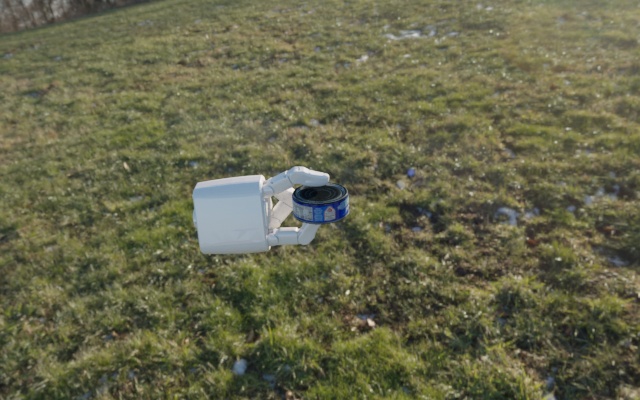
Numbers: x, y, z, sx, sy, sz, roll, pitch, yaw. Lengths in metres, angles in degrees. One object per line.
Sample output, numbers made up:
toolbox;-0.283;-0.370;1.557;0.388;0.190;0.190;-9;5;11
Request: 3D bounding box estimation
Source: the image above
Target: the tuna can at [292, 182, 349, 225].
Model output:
tuna can;0.000;0.002;0.713;0.086;0.034;0.086;-2;24;1
